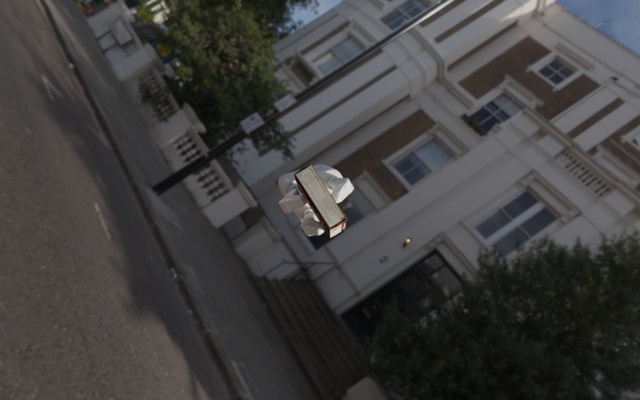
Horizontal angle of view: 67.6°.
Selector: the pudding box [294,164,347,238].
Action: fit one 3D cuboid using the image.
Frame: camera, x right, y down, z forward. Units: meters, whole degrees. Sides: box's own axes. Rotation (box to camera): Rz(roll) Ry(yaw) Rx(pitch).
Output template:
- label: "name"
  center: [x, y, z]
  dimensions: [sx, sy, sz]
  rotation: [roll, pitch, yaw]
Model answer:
- label: "pudding box"
  center: [0.000, 0.003, 0.810]
  dimensions: [0.039, 0.113, 0.090]
  rotation: [-34, -11, -5]
